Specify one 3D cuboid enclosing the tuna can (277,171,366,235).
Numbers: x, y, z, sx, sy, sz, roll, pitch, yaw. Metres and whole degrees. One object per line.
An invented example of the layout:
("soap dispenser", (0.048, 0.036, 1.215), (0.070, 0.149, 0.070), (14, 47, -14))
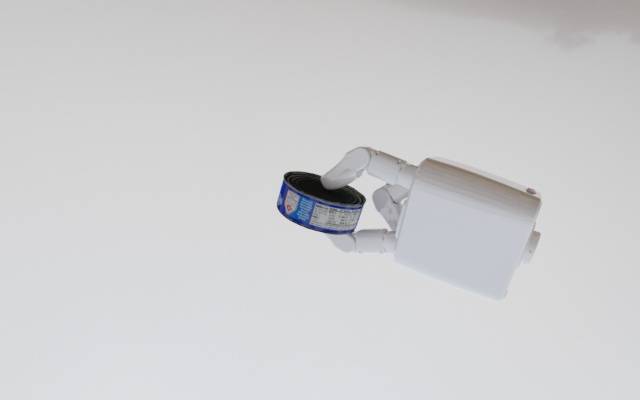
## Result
("tuna can", (0.000, 0.002, 0.478), (0.086, 0.034, 0.086), (16, 17, -5))
